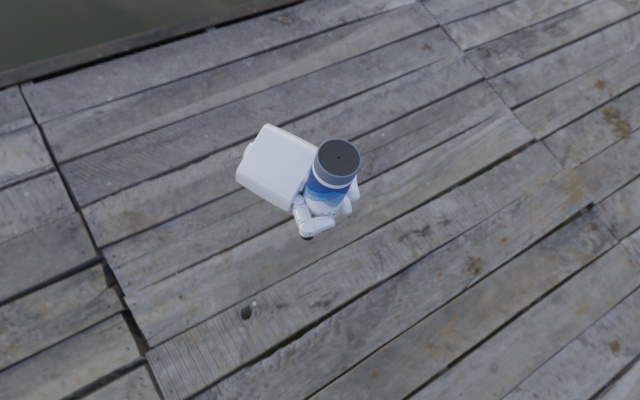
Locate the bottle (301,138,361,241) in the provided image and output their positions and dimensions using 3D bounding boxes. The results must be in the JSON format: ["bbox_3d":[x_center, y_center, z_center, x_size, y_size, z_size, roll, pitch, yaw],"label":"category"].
[{"bbox_3d":[0.000,0.003,0.815,0.069,0.069,0.296,0,-26,-12],"label":"bottle"}]
